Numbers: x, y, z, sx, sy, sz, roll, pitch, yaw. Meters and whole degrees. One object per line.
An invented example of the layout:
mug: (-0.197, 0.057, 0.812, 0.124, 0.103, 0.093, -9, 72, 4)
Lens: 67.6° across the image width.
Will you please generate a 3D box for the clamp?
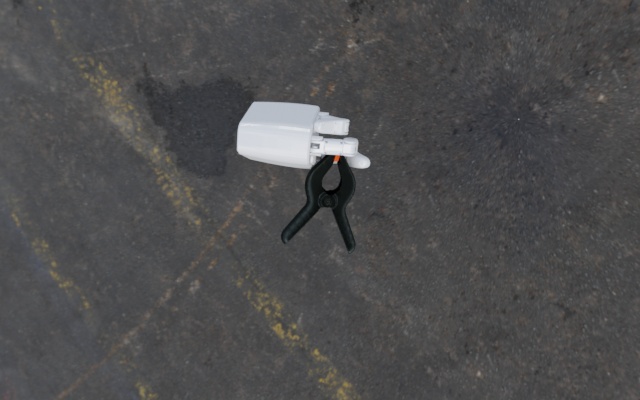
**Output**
clamp: (0.000, 0.002, 0.747, 0.120, 0.171, 0.039, 0, 13, -12)
